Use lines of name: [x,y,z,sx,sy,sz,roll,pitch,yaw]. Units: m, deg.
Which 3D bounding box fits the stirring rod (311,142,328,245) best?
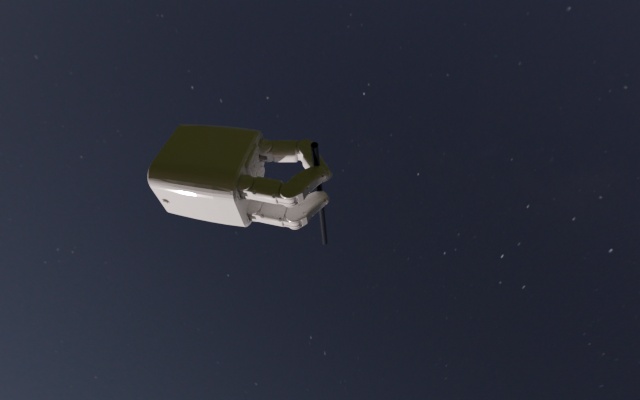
stirring rod: [0.000,0.002,0.608,0.011,0.011,0.240,0,-30,4]
